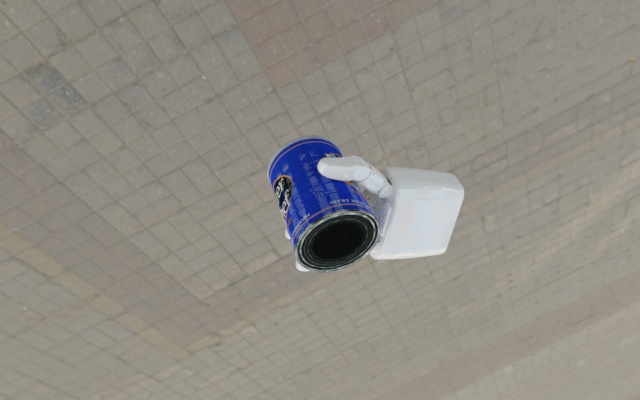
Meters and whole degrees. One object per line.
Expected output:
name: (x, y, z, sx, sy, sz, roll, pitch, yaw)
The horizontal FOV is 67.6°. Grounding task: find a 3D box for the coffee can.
coffee can: (0.000, 0.002, 0.585, 0.103, 0.103, 0.140, 0, 42, -24)
